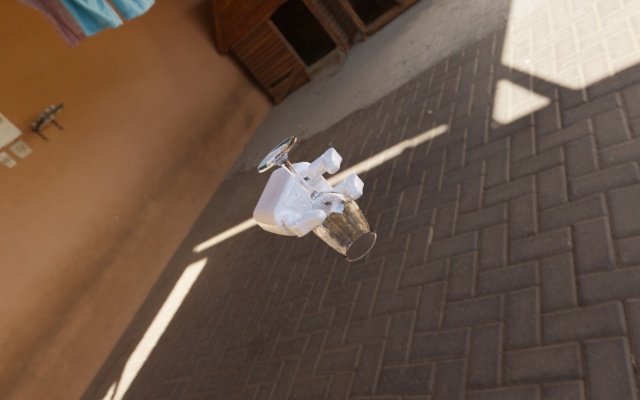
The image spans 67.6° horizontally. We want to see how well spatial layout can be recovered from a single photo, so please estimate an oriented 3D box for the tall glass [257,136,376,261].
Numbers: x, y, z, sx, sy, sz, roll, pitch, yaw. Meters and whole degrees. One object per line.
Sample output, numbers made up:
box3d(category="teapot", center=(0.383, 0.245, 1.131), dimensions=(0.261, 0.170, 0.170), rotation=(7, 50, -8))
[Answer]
box3d(category="tall glass", center=(0.000, 0.002, 0.715), dimensions=(0.201, 0.079, 0.079), rotation=(48, -20, -19))
